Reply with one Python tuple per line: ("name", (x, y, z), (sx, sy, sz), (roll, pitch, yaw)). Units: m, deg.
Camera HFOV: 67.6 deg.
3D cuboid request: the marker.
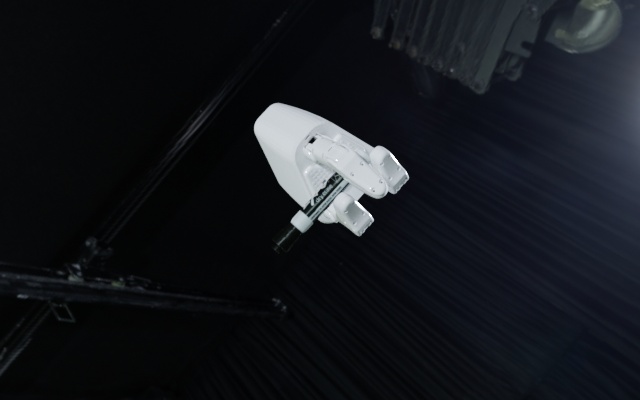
("marker", (0.000, 0.001, 0.438), (0.020, 0.121, 0.020), (42, -5, 5))
